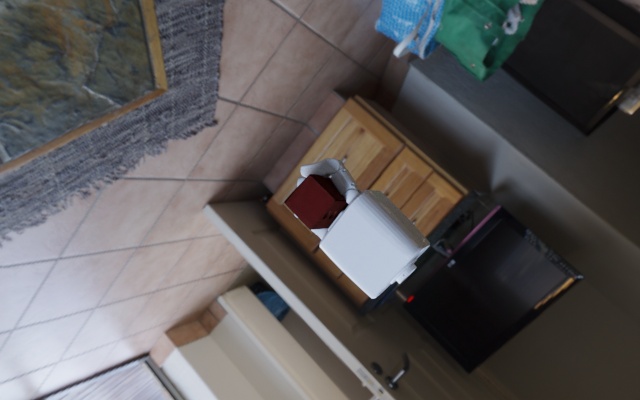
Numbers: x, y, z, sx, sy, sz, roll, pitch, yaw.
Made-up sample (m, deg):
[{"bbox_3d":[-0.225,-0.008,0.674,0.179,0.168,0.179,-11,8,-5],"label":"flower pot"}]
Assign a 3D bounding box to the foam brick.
[{"bbox_3d":[0.000,0.002,0.634,0.051,0.053,0.078,47,15,16],"label":"foam brick"}]
